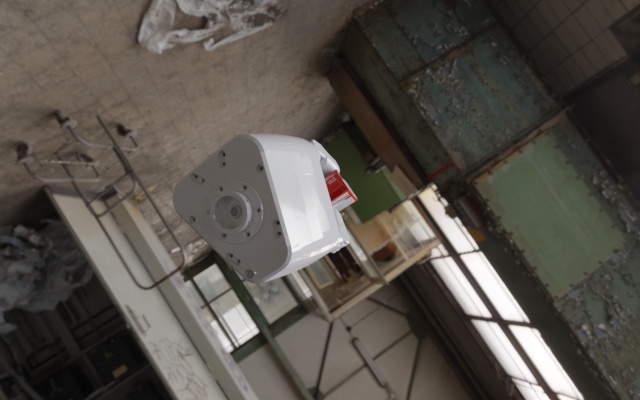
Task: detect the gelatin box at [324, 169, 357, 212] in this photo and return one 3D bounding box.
[{"bbox_3d":[0.000,0.002,0.545,0.073,0.030,0.089,-32,-12,5],"label":"gelatin box"}]
